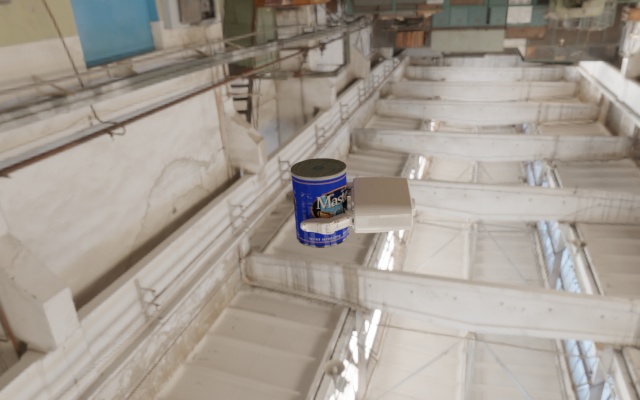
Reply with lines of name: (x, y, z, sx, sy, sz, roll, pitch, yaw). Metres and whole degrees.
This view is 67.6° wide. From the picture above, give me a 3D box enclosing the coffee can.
coffee can: (0.000, 0.003, 0.894, 0.103, 0.140, 0.102, -3, 24, 1)
